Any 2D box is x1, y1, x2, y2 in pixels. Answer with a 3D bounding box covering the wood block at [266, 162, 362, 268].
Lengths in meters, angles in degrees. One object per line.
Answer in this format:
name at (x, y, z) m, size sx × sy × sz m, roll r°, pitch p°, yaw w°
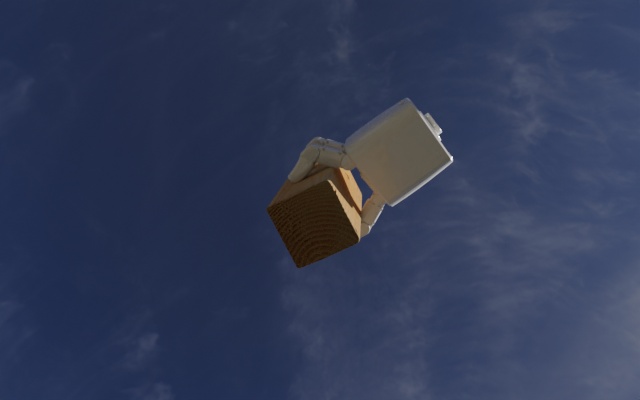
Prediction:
wood block at (0.001, 0.002, 0.679) m, size 0.090 × 0.091 × 0.206 m, roll -25°, pitch 12°, yaw 12°
